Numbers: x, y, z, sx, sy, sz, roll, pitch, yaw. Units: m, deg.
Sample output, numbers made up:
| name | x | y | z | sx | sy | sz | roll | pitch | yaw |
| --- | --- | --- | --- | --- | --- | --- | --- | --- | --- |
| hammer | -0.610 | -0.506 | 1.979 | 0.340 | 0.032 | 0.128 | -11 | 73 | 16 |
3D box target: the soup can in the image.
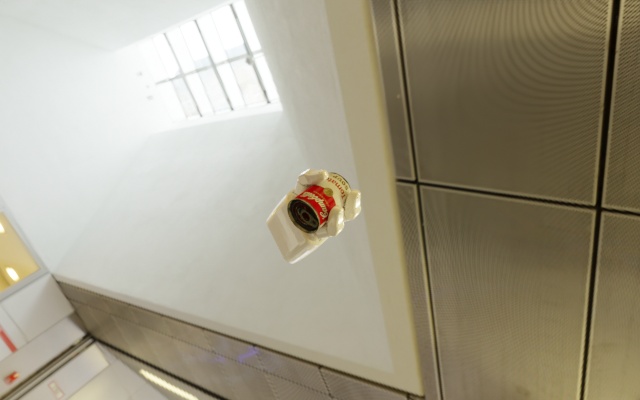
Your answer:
| name | x | y | z | sx | sy | sz | roll | pitch | yaw |
| --- | --- | --- | --- | --- | --- | --- | --- | --- | --- |
| soup can | 0.000 | 0.002 | 0.831 | 0.068 | 0.068 | 0.102 | 0 | 29 | 42 |
